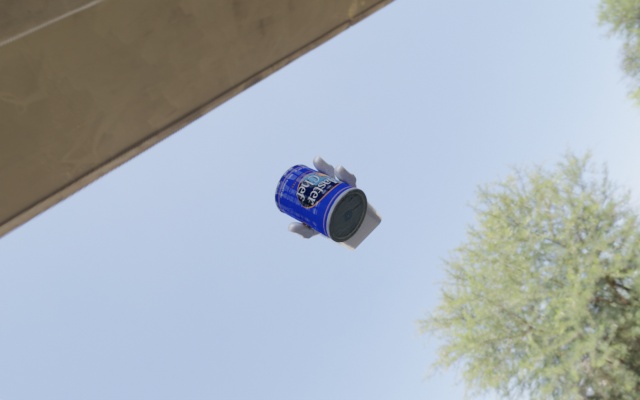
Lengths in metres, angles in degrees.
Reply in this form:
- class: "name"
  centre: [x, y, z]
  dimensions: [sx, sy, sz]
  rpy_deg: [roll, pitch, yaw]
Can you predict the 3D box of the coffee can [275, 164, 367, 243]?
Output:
- class: "coffee can"
  centre: [0.000, 0.003, 0.878]
  dimensions: [0.140, 0.103, 0.103]
  rpy_deg: [26, 16, 37]
